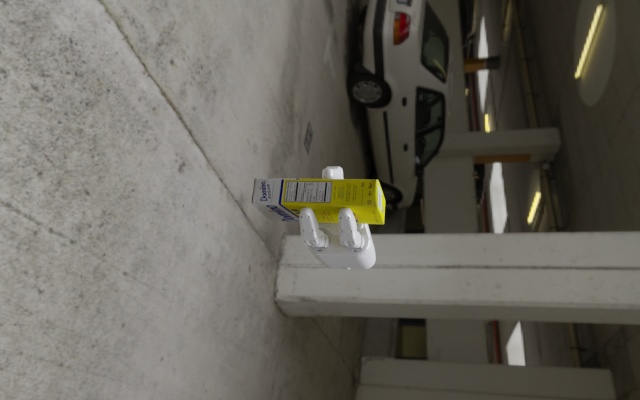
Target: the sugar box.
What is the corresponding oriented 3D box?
[{"bbox_3d":[0.000,0.003,0.685,0.176,0.048,0.093,-2,-19,13],"label":"sugar box"}]
